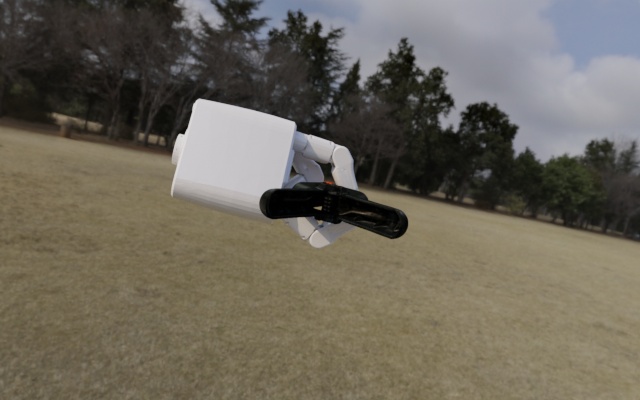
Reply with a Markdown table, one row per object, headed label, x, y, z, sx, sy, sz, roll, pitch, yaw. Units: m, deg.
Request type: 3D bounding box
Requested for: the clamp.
| label | x | y | z | sx | sy | sz | roll | pitch | yaw |
| --- | --- | --- | --- | --- | --- | --- | --- | --- | --- |
| clamp | 0.000 | 0.001 | 0.449 | 0.120 | 0.039 | 0.171 | 14 | 3 | -12 |
